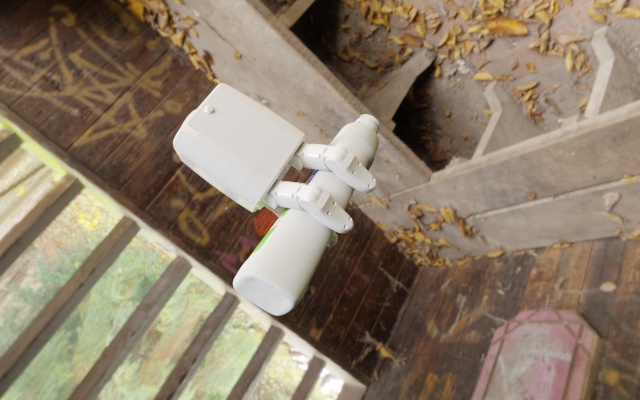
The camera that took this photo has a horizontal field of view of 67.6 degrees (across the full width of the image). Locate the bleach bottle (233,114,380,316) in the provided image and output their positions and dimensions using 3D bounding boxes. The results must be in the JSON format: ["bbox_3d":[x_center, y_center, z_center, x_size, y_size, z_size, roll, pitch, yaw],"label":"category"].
[{"bbox_3d":[0.000,0.002,0.537,0.068,0.250,0.103,34,-28,-4],"label":"bleach bottle"}]
